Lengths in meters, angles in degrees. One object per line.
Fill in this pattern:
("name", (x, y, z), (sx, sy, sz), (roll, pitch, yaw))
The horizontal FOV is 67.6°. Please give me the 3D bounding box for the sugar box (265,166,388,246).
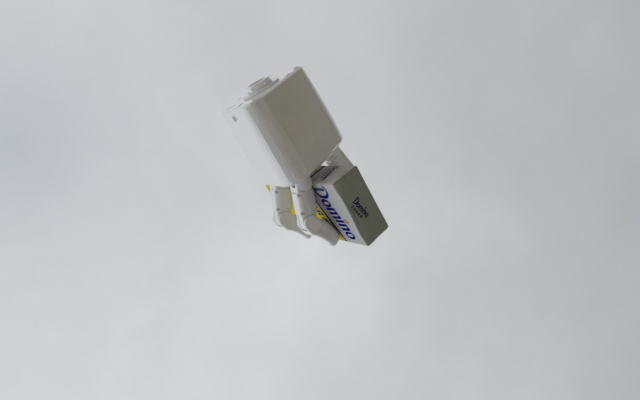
("sugar box", (0.000, 0.002, 0.621), (0.048, 0.093, 0.176), (-40, 23, -23))
